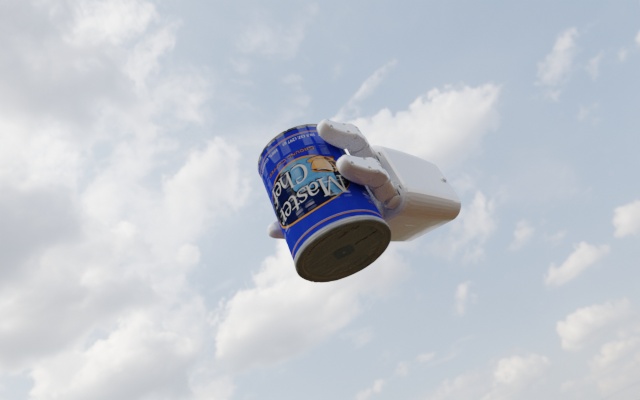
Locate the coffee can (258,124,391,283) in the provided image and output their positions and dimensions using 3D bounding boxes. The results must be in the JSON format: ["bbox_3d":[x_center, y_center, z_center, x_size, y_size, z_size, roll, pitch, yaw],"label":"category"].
[{"bbox_3d":[0.000,0.002,0.514,0.103,0.140,0.103,-16,-37,-12],"label":"coffee can"}]
